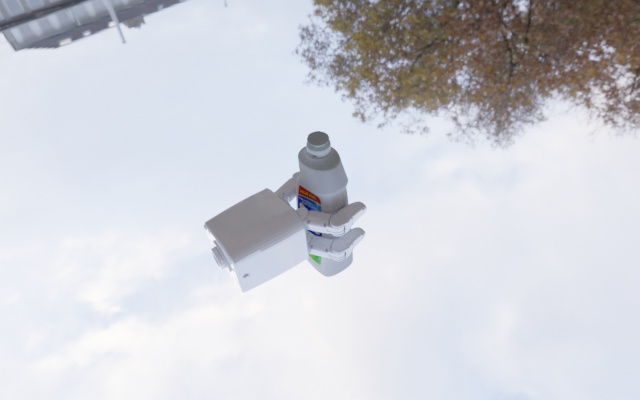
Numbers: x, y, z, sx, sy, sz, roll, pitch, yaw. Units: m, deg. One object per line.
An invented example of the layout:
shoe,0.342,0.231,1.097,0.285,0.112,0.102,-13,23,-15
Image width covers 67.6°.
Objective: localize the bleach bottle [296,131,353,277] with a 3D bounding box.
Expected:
bleach bottle,0.000,0.002,0.688,0.068,0.251,0.102,-29,52,-20
